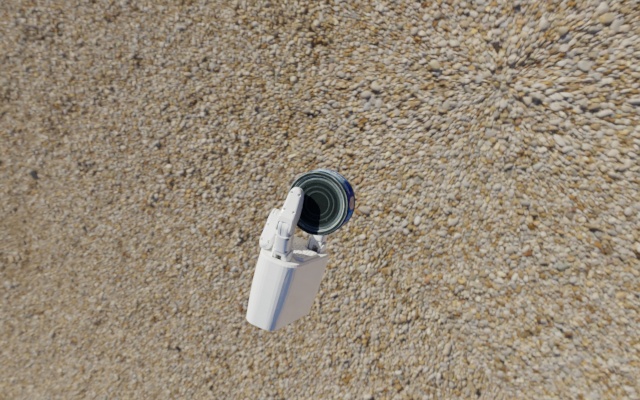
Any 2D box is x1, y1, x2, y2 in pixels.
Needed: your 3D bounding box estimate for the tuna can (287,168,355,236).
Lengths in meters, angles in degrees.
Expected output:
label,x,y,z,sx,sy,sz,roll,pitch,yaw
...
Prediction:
label,x,y,z,sx,sy,sz,roll,pitch,yaw
tuna can,0.000,0.002,0.622,0.086,0.086,0.033,0,8,19
